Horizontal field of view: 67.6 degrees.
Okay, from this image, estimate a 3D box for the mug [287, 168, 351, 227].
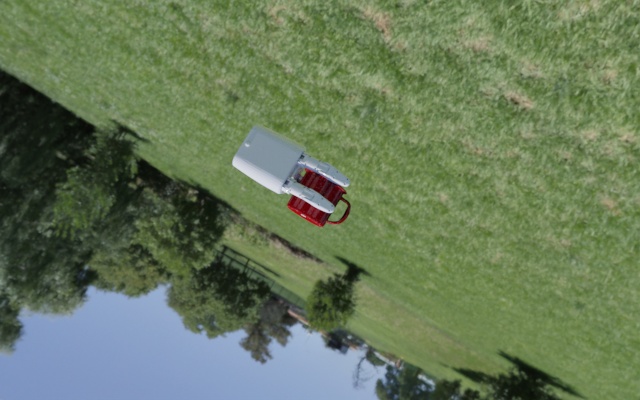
[{"bbox_3d":[0.001,0.004,0.899,0.117,0.081,0.093,30,-7,9],"label":"mug"}]
